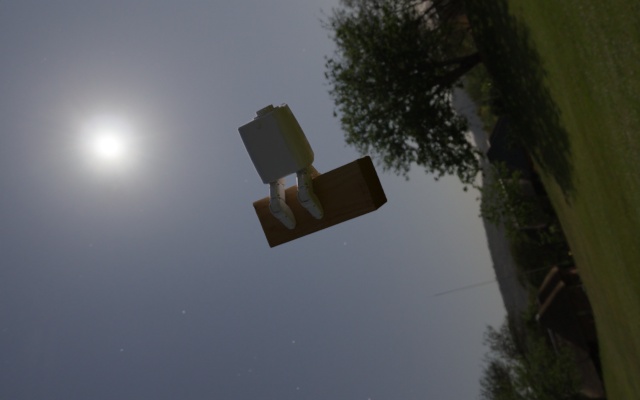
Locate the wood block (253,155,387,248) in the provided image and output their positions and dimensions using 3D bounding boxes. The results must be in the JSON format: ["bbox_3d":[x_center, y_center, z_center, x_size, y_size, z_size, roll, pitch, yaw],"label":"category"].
[{"bbox_3d":[0.000,0.002,0.840,0.206,0.090,0.091,-21,3,22],"label":"wood block"}]
